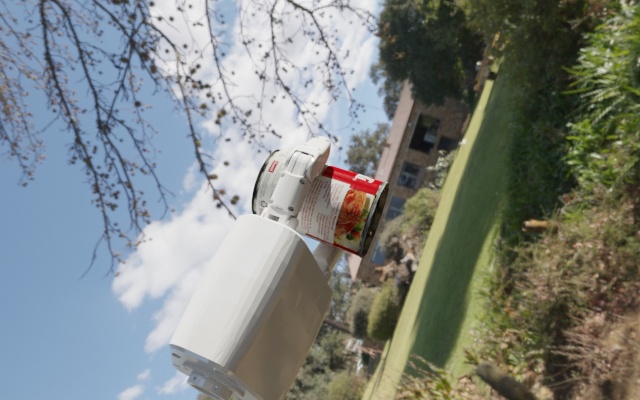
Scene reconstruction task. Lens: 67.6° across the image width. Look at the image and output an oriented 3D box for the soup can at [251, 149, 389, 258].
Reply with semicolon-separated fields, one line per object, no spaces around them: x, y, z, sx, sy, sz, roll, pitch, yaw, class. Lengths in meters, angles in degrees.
0.000;0.001;0.416;0.102;0.068;0.068;19;4;13;soup can
